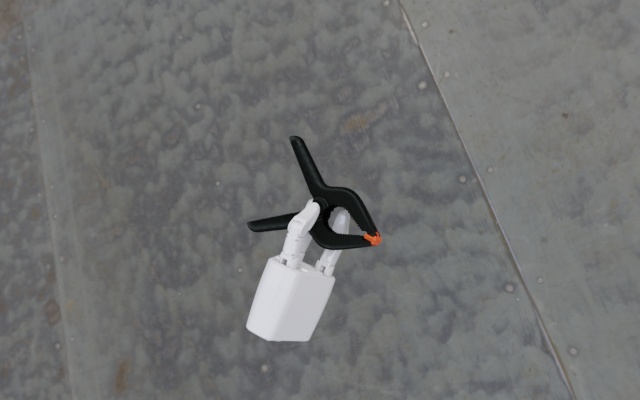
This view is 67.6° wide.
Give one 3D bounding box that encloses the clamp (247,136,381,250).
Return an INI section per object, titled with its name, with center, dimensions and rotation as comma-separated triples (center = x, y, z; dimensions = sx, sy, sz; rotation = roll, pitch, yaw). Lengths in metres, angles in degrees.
[clamp]
center = 0.000, 0.003, 0.711
dimensions = 0.210, 0.164, 0.036
rotation = 21, 3, 25
